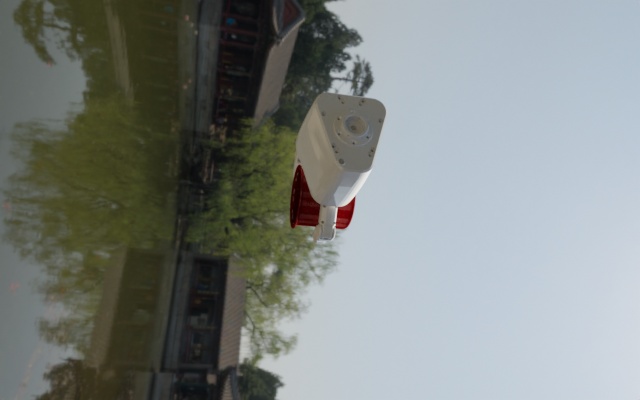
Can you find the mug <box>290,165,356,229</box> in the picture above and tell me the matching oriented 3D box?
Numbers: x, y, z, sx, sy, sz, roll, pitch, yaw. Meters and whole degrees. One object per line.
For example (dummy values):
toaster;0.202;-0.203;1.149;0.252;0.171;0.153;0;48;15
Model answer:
mug;0.000;0.003;0.708;0.081;0.093;0.117;6;-20;-11
